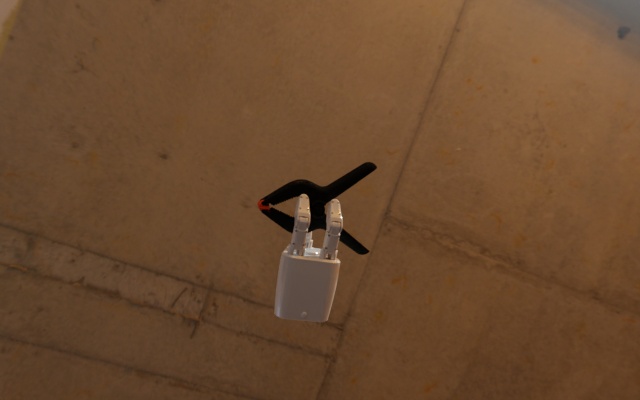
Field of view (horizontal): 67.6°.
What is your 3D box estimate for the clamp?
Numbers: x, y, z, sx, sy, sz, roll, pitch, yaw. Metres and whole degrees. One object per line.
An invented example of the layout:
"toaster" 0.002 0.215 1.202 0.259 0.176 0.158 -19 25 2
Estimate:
"clamp" -0.001 0.003 0.820 0.210 0.164 0.036 9 6 -15
